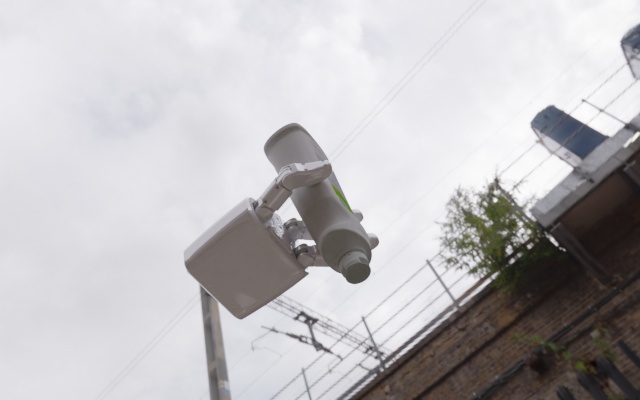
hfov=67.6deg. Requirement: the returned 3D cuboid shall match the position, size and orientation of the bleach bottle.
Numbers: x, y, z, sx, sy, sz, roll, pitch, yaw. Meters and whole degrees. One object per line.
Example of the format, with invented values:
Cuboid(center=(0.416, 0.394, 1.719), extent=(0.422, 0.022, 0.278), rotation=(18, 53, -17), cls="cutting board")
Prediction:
Cuboid(center=(0.000, 0.002, 0.578), extent=(0.103, 0.068, 0.250), rotation=(46, 10, -36), cls="bleach bottle")
